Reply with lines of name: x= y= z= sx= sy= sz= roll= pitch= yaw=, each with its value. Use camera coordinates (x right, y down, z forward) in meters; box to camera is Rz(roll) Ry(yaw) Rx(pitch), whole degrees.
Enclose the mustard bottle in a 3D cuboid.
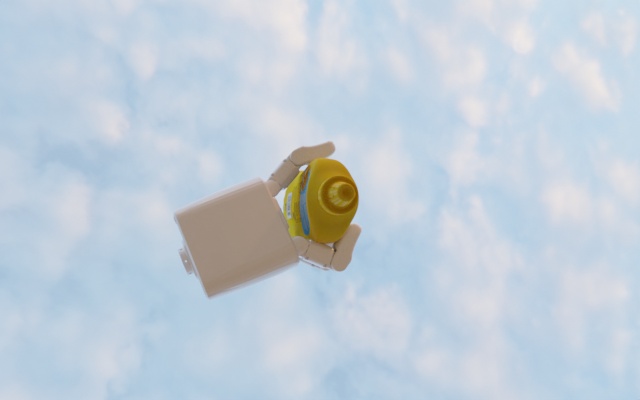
mustard bottle: x=0.000 y=0.002 z=0.554 sx=0.058 sy=0.096 sz=0.191 roll=4 pitch=-7 yaw=-14
